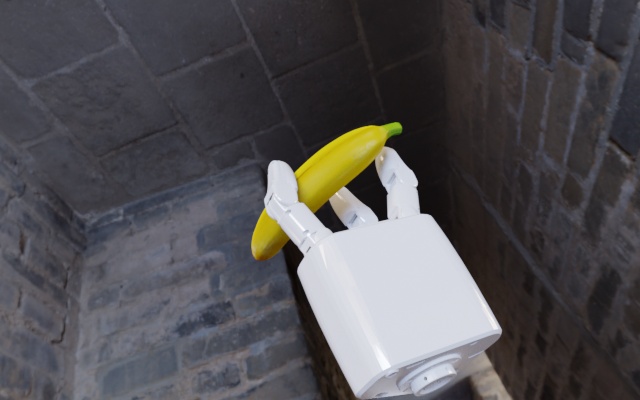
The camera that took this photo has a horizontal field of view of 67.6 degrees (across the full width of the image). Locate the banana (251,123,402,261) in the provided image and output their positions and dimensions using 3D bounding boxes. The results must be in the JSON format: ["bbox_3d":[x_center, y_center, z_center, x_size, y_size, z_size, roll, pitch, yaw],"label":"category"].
[{"bbox_3d":[-0.007,-0.004,0.440,0.198,0.037,0.070,-41,-29,18],"label":"banana"}]
